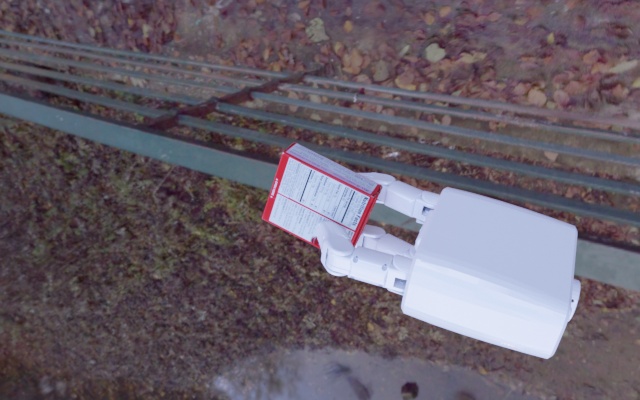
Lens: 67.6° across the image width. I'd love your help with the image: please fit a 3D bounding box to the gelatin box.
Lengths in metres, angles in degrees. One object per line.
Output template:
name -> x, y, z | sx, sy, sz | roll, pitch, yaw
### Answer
gelatin box -> 0.000, 0.001, 0.421 | 0.089, 0.073, 0.030 | 26, 32, 9
